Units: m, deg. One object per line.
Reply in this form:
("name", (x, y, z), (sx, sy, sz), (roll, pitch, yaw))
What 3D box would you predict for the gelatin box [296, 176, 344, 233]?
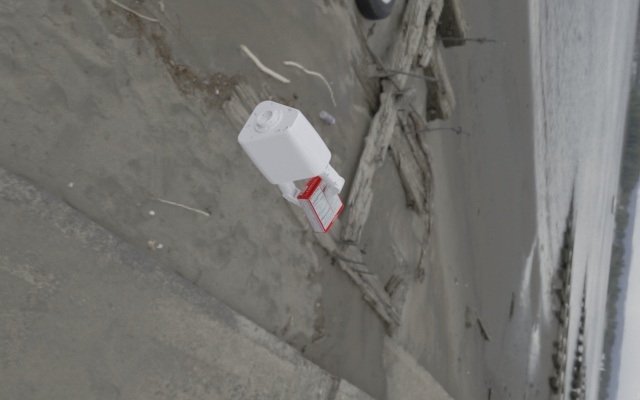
("gelatin box", (0.001, 0.003, 0.870), (0.030, 0.089, 0.073), (2, 43, 37))
